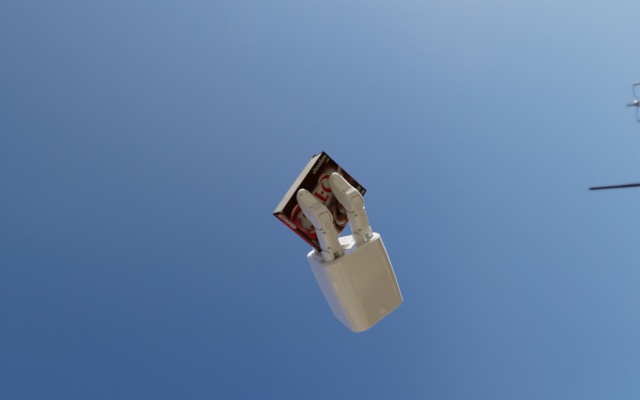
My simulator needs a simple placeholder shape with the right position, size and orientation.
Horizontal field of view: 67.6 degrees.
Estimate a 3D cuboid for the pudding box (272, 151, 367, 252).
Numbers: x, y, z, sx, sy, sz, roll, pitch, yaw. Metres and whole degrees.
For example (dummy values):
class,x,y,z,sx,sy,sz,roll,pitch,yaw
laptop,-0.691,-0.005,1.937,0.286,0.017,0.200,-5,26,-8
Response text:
class,x,y,z,sx,sy,sz,roll,pitch,yaw
pudding box,0.000,0.002,0.672,0.090,0.113,0.039,41,-24,-20
